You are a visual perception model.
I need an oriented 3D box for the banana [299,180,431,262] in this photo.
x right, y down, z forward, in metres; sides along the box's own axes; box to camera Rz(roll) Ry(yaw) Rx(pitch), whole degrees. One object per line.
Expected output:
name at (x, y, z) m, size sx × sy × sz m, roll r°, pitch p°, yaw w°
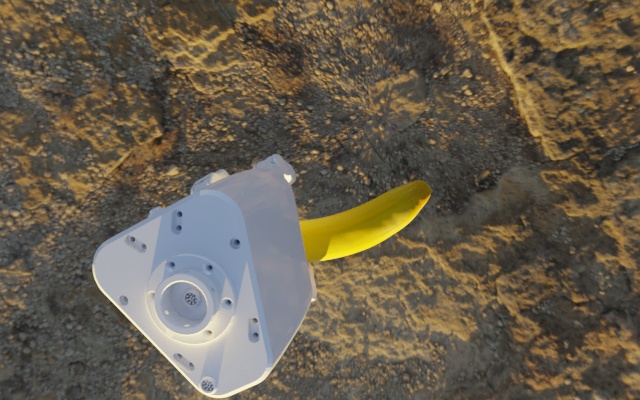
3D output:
banana at (-0.002, 0.020, 0.421) m, size 0.198 × 0.069 × 0.037 m, roll -1°, pitch 6°, yaw 10°
